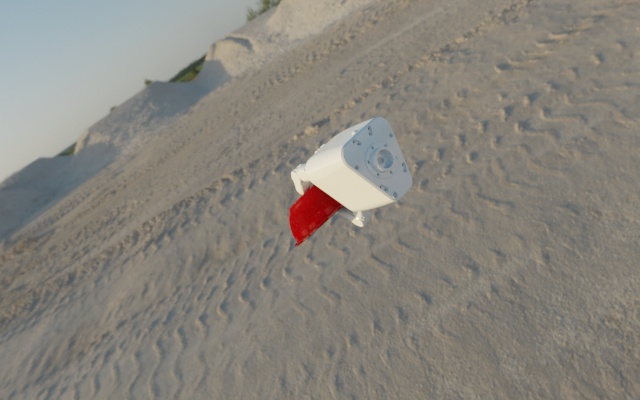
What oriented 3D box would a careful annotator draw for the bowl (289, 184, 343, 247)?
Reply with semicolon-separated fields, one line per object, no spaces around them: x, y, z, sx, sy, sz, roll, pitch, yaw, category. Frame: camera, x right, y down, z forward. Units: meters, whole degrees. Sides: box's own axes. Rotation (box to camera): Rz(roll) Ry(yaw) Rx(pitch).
-0.001;0.003;0.792;0.162;0.055;0.162;-43;0;0;bowl
